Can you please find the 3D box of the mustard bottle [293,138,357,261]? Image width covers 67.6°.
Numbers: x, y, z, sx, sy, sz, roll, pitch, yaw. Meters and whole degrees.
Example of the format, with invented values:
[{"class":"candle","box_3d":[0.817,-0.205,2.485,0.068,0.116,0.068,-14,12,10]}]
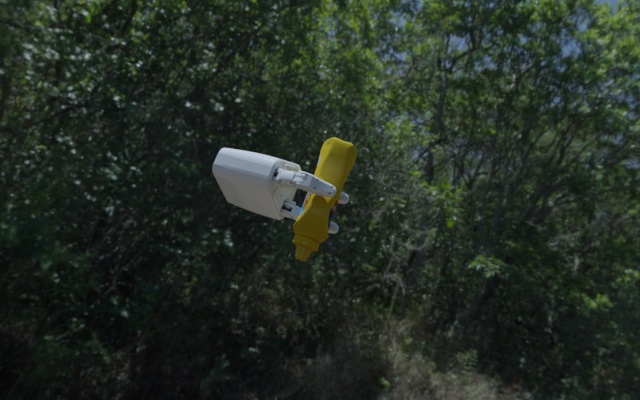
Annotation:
[{"class":"mustard bottle","box_3d":[0.001,0.002,0.753,0.058,0.191,0.096,21,-14,-2]}]
